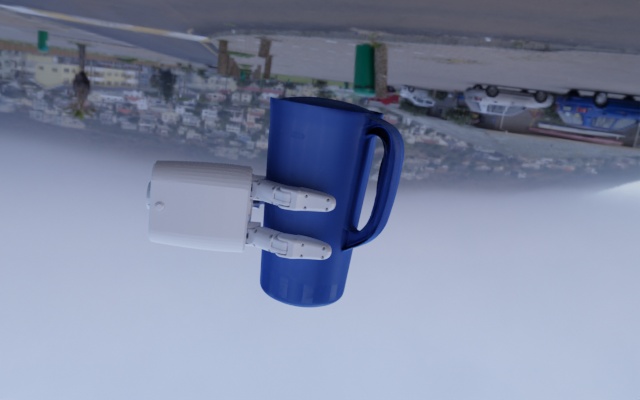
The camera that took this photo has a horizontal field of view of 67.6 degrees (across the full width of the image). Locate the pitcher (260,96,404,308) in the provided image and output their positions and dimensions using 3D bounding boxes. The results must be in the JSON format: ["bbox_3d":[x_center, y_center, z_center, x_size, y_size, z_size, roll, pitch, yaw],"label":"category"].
[{"bbox_3d":[0.000,0.002,0.573,0.145,0.243,0.149,6,13,-10],"label":"pitcher"}]
